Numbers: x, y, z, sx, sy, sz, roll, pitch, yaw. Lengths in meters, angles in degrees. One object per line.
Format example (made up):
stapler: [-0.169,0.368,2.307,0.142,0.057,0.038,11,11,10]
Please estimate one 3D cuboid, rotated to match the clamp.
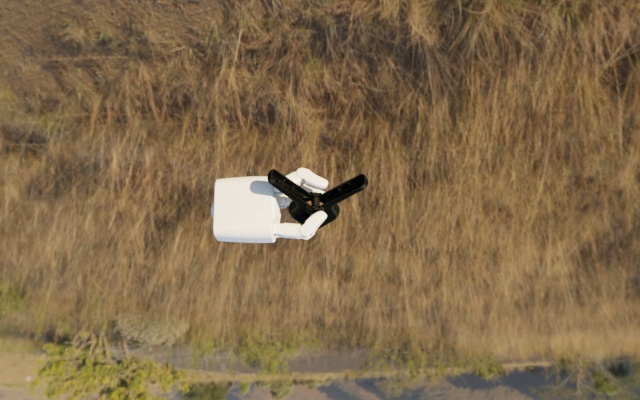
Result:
clamp: [0.000,0.004,0.857,0.164,0.036,0.210,1,-26,4]
